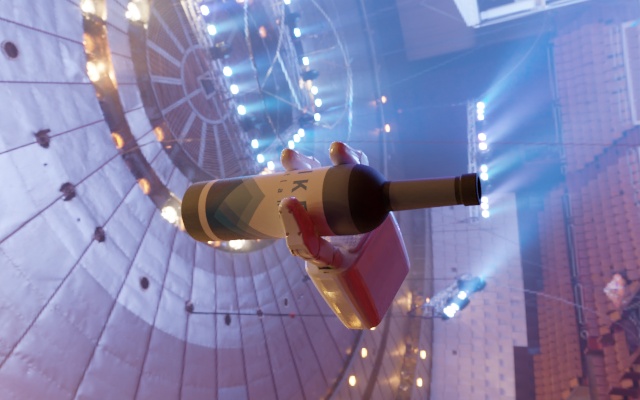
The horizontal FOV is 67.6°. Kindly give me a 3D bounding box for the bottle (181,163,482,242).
[{"bbox_3d":[0.000,0.001,0.460,0.296,0.069,0.069,-5,-2,27],"label":"bottle"}]
